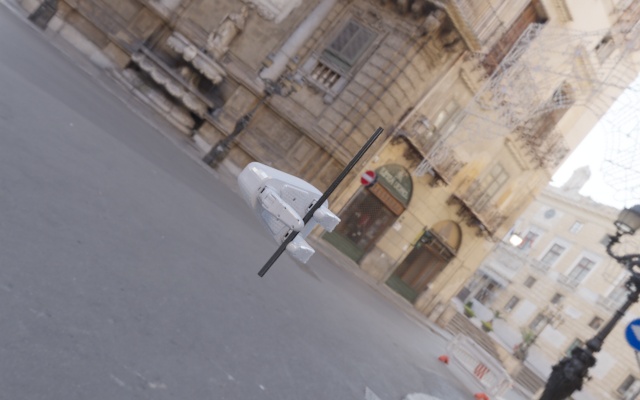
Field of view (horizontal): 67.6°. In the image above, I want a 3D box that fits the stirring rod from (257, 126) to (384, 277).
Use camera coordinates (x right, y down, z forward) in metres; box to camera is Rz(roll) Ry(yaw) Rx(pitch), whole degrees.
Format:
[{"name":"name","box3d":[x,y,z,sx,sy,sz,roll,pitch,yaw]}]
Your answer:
[{"name":"stirring rod","box3d":[0.000,0.002,0.601,0.011,0.239,0.011,40,1,-1]}]
